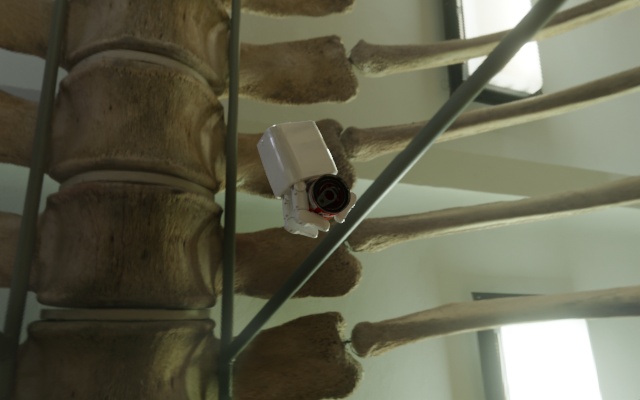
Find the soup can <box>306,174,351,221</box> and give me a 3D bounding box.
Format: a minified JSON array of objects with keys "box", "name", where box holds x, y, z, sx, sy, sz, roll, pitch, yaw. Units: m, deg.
[{"box":[0.000,0.003,0.823,0.068,0.068,0.102,0,-17,-22],"name":"soup can"}]
